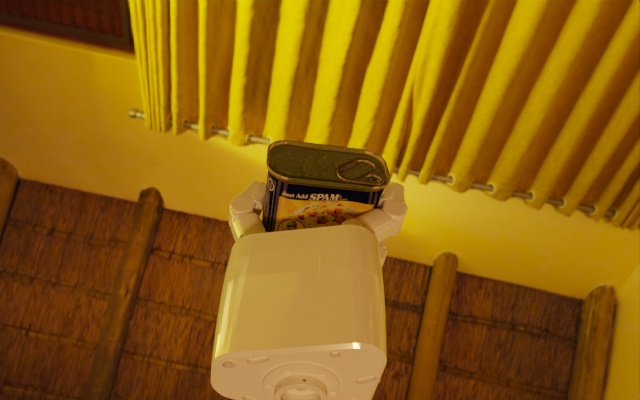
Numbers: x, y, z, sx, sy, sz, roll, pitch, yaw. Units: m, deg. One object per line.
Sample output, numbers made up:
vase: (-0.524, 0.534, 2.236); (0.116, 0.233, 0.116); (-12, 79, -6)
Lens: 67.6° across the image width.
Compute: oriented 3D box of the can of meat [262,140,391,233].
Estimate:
can of meat: (0.000, 0.002, 0.415); (0.102, 0.084, 0.057); (6, 37, -8)
